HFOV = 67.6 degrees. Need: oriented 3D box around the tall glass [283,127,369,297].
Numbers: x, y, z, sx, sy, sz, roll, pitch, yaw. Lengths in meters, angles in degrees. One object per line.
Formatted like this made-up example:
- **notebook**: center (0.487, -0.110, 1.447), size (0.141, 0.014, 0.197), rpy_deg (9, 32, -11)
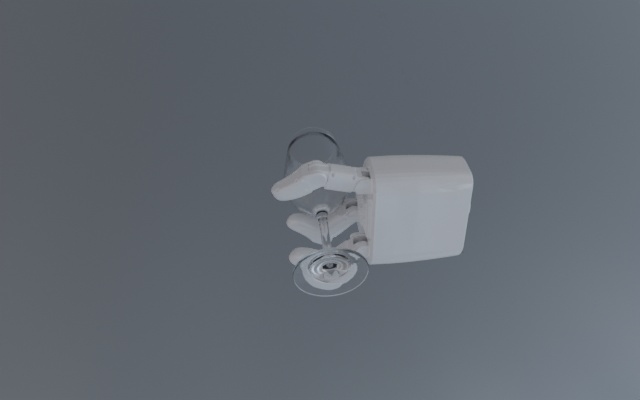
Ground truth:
- **tall glass**: center (0.000, 0.002, 0.528), size (0.079, 0.079, 0.200), rpy_deg (0, 44, -9)
